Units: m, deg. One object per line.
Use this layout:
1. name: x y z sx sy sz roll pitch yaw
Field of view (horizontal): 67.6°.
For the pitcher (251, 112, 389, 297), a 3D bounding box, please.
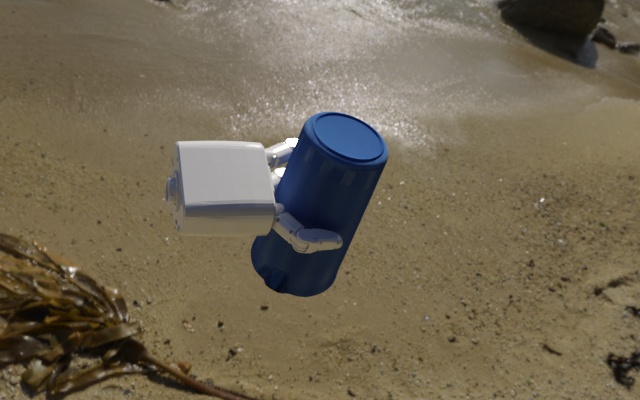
1. pitcher: 0.000 0.002 0.643 0.145 0.149 0.243 -1 -44 -26
